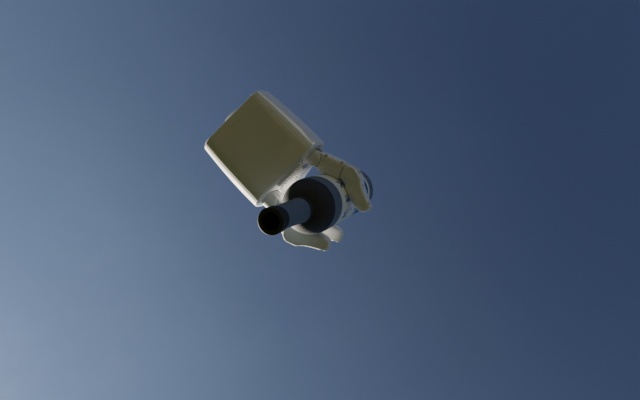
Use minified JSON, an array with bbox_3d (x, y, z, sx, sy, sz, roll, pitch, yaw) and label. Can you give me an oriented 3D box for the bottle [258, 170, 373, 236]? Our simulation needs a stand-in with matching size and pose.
[{"bbox_3d":[0.000,0.002,0.587,0.069,0.069,0.295,0,7,19],"label":"bottle"}]
